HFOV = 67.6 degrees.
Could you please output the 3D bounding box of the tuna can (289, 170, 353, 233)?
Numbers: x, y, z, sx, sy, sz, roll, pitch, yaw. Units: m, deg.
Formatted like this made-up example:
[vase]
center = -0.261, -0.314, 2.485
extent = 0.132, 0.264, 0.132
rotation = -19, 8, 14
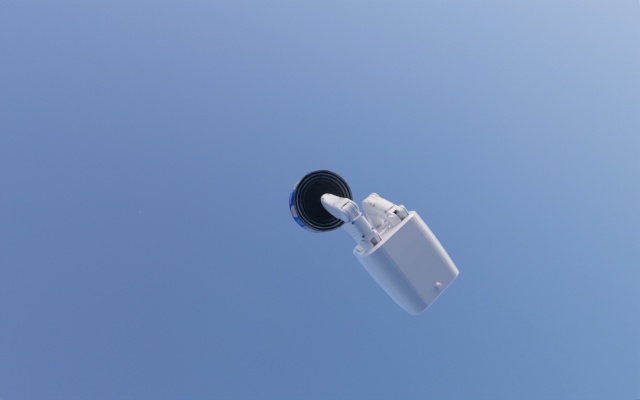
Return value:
[tuna can]
center = 0.000, 0.002, 0.669
extent = 0.086, 0.086, 0.034
rotation = 0, -8, -18
